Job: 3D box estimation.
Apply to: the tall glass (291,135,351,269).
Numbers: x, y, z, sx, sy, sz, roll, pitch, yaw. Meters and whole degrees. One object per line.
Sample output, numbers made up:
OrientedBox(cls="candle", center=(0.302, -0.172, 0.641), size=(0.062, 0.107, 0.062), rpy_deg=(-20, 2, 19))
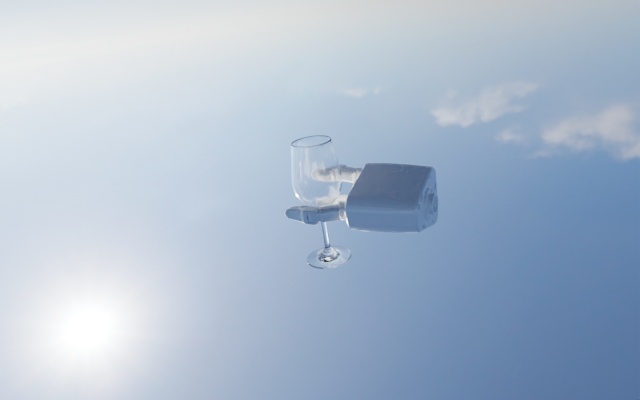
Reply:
OrientedBox(cls="tall glass", center=(0.000, 0.003, 0.751), size=(0.079, 0.201, 0.079), rpy_deg=(-8, 22, 3))
